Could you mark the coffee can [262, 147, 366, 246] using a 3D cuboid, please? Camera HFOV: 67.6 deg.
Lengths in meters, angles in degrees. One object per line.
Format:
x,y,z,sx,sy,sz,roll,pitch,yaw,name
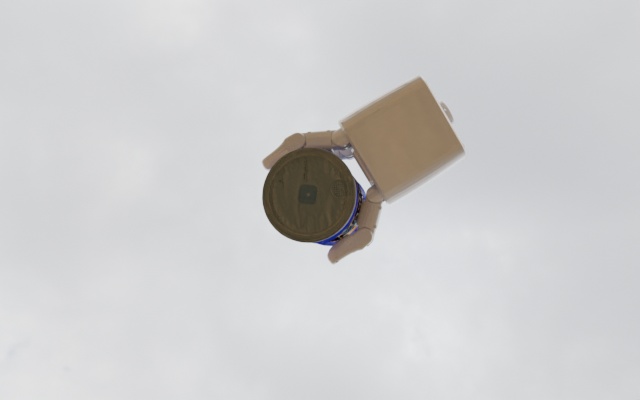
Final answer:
0.000,0.002,0.574,0.103,0.103,0.140,0,-7,11,coffee can
